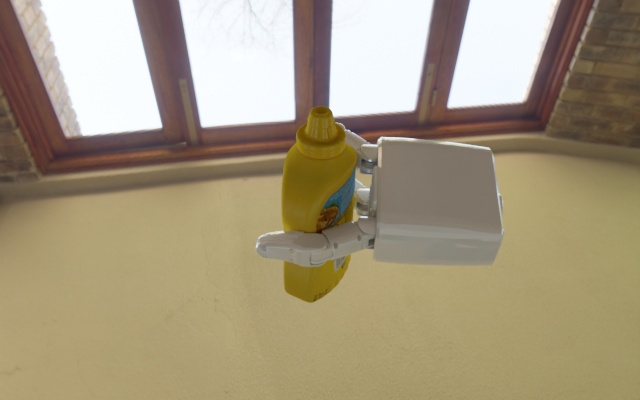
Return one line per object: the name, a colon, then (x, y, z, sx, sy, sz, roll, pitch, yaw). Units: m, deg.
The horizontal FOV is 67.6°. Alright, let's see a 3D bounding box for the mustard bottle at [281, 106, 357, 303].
mustard bottle: (0.000, 0.002, 0.440, 0.058, 0.192, 0.096, 21, 45, 21)
